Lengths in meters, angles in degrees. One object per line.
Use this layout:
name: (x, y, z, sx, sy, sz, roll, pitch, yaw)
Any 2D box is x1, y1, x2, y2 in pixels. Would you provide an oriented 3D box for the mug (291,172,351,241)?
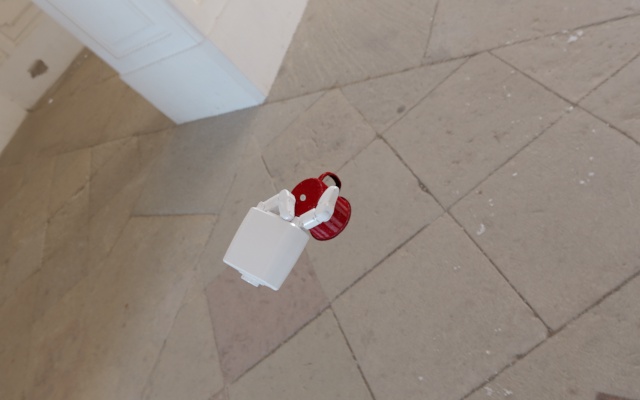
mug: (0.001, 0.001, 0.849, 0.093, 0.117, 0.081, 14, -20, 46)
